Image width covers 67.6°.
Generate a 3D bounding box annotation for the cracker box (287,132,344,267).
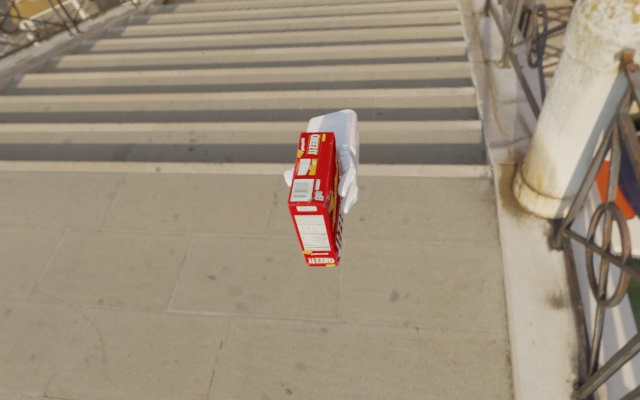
[{"bbox_3d":[0.000,0.003,0.894,0.072,0.164,0.214,0,-35,10],"label":"cracker box"}]
